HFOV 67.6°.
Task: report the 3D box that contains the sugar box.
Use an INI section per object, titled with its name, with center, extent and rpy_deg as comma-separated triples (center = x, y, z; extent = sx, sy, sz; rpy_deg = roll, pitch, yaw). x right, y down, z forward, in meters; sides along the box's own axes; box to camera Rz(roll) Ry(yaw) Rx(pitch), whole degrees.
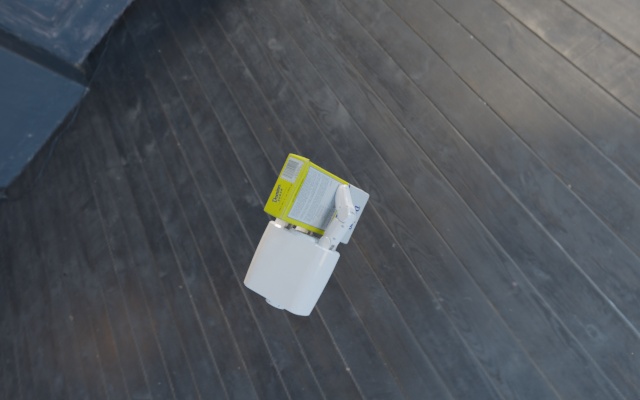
[sugar box]
center = 0.000, 0.002, 0.735
extent = 0.048, 0.093, 0.176
rpy_deg = 25, -1, 36
